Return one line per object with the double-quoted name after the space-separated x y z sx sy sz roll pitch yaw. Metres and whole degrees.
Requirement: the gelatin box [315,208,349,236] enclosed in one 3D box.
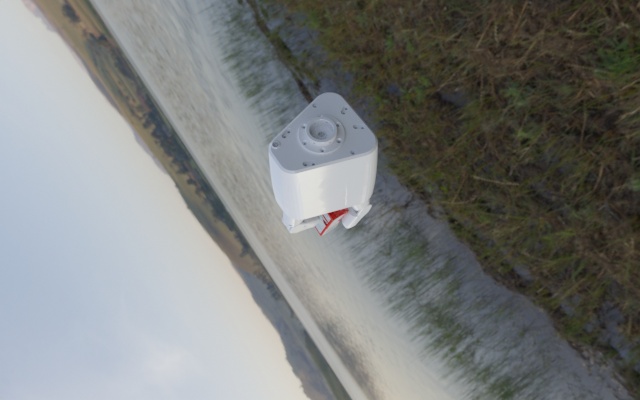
0.000 0.002 0.658 0.030 0.073 0.089 -30 -10 -18 "gelatin box"
